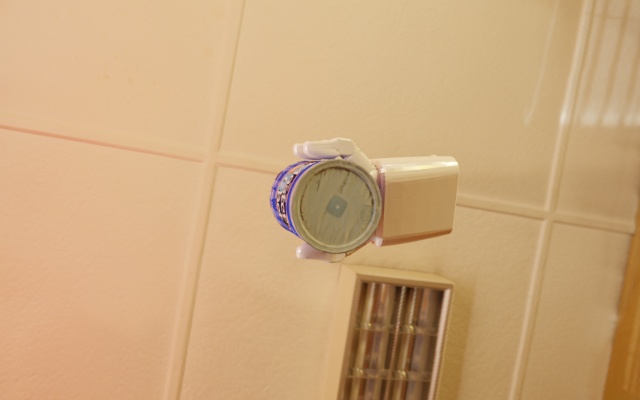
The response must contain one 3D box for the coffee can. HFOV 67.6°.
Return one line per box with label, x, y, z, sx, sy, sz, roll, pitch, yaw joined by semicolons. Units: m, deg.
coffee can;0.000;0.002;0.577;0.103;0.103;0.140;0;4;-16
